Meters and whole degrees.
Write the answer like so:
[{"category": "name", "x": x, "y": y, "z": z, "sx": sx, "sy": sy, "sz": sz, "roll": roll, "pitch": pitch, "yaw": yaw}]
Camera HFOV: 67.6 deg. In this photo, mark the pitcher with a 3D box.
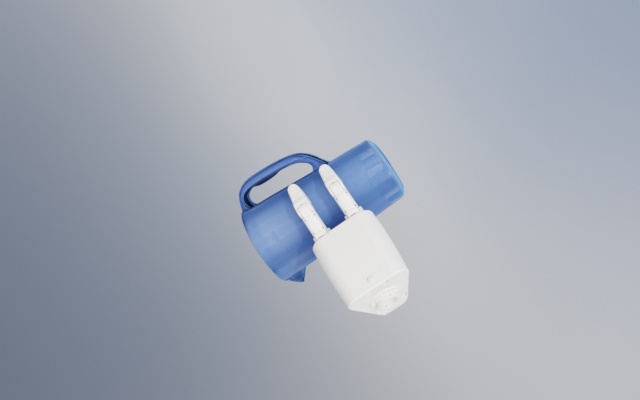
[{"category": "pitcher", "x": 0.000, "y": 0.003, "z": 0.759, "sx": 0.243, "sy": 0.145, "sz": 0.149, "roll": -34, "pitch": -38, "yaw": 3}]
